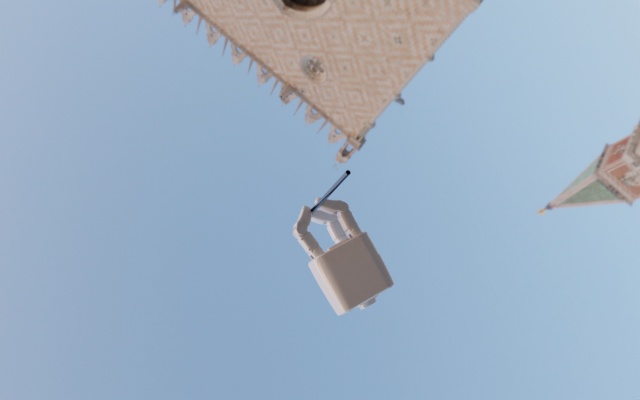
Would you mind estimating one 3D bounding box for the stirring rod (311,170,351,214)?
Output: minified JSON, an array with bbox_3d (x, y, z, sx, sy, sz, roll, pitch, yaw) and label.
[{"bbox_3d":[0.000,0.003,0.813,0.011,0.011,0.240,0,-22,-22],"label":"stirring rod"}]
